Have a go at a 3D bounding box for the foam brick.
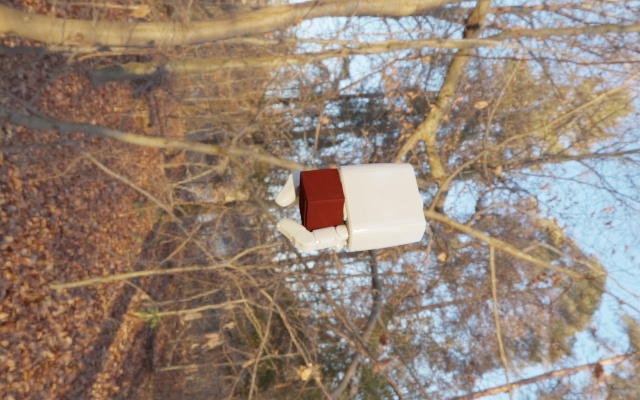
[{"bbox_3d":[0.000,0.002,0.636,0.051,0.053,0.078,-6,-37,-8],"label":"foam brick"}]
